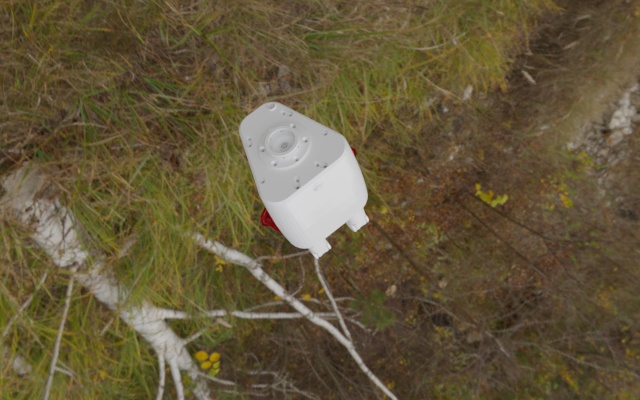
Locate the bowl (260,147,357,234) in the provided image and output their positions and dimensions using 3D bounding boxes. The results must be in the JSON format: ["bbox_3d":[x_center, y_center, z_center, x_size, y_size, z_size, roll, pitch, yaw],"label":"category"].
[{"bbox_3d":[0.001,0.003,0.637,0.162,0.055,0.162,-37,-12,-9],"label":"bowl"}]
